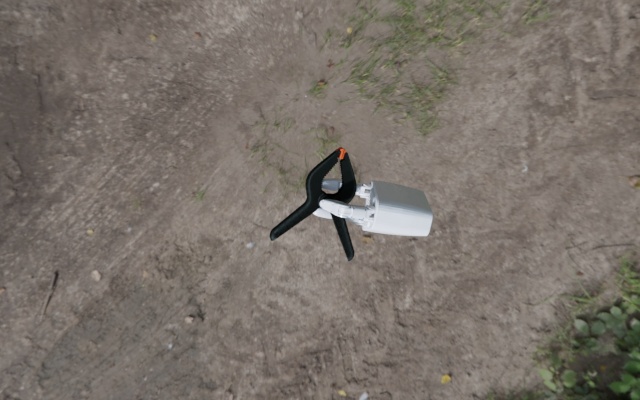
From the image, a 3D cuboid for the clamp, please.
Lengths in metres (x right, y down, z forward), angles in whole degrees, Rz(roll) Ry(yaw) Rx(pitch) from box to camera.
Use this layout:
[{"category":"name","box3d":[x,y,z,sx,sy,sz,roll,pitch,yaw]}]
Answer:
[{"category":"clamp","box3d":[0.001,0.003,0.879,0.164,0.210,0.036,9,12,-9]}]
